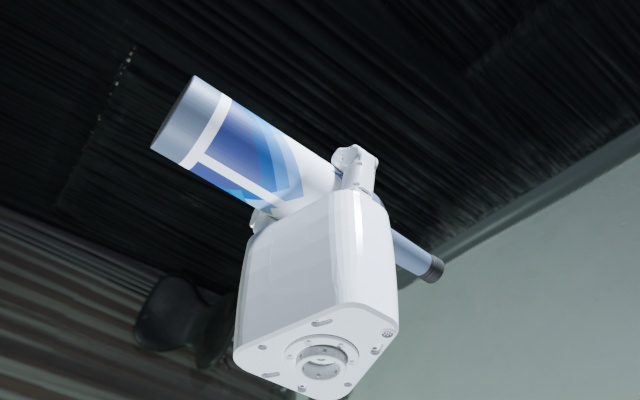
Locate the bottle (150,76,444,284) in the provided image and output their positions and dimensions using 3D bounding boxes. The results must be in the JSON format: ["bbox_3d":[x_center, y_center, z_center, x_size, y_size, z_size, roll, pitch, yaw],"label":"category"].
[{"bbox_3d":[0.000,0.001,0.429,0.296,0.069,0.069,31,-13,-23],"label":"bottle"}]
